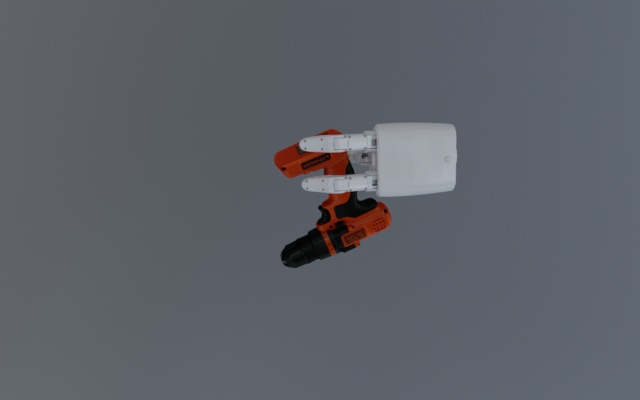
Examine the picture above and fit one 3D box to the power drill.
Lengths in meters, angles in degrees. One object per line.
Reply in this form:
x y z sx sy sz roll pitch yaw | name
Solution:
0.000 0.002 0.711 0.184 0.188 0.057 -25 32 -3 | power drill
